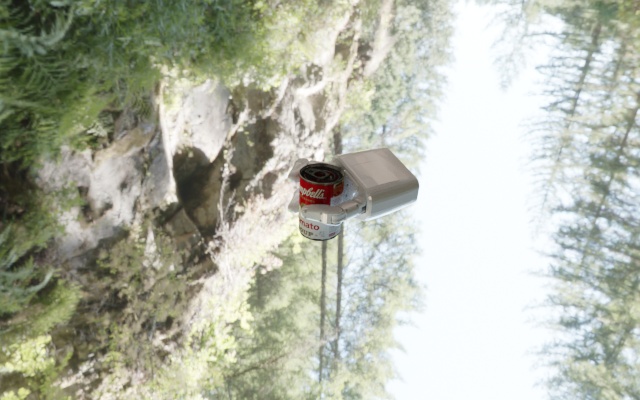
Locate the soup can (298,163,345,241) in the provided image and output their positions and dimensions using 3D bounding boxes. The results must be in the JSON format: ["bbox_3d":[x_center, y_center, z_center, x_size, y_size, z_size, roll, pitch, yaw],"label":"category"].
[{"bbox_3d":[0.000,0.003,0.733,0.068,0.102,0.068,2,30,-1],"label":"soup can"}]
